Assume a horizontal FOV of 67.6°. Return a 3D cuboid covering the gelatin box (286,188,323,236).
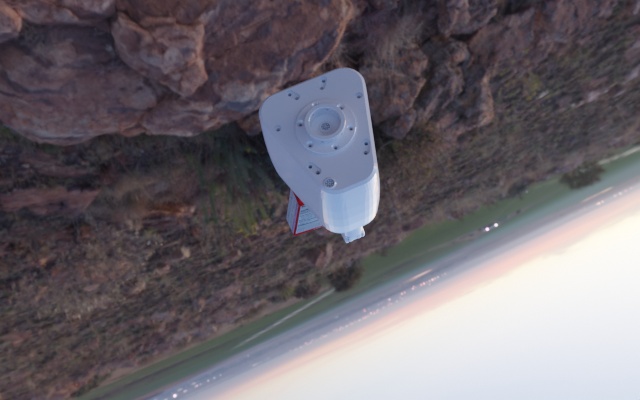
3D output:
[{"bbox_3d":[0.000,0.002,0.557,0.073,0.030,0.089,-18,-24,-16],"label":"gelatin box"}]
